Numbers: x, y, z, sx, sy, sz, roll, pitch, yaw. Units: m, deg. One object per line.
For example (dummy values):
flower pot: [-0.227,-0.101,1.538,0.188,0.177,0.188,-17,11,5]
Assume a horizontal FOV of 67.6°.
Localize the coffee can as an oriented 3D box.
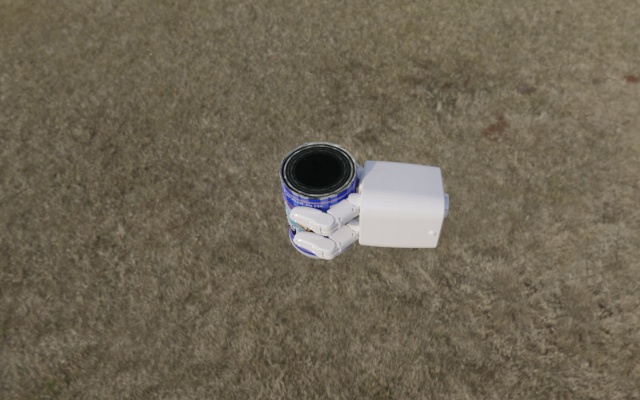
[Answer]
coffee can: [0.000,0.002,0.676,0.103,0.102,0.140,0,-39,3]
